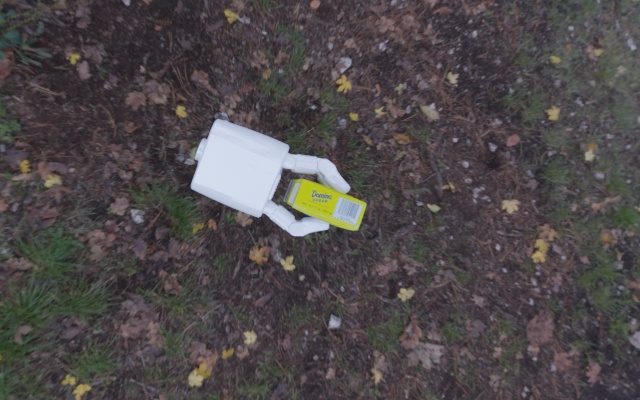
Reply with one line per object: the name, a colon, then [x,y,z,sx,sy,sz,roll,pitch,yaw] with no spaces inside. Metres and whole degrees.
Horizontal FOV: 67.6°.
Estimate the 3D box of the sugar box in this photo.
sugar box: [0.000,0.002,0.697,0.093,0.048,0.176,22,2,-9]
